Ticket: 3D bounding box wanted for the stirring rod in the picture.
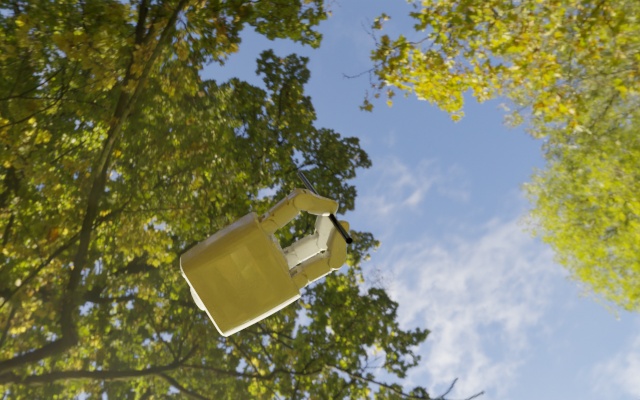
[{"bbox_3d":[0.000,0.002,0.629,0.011,0.011,0.239,0,20,-16],"label":"stirring rod"}]
